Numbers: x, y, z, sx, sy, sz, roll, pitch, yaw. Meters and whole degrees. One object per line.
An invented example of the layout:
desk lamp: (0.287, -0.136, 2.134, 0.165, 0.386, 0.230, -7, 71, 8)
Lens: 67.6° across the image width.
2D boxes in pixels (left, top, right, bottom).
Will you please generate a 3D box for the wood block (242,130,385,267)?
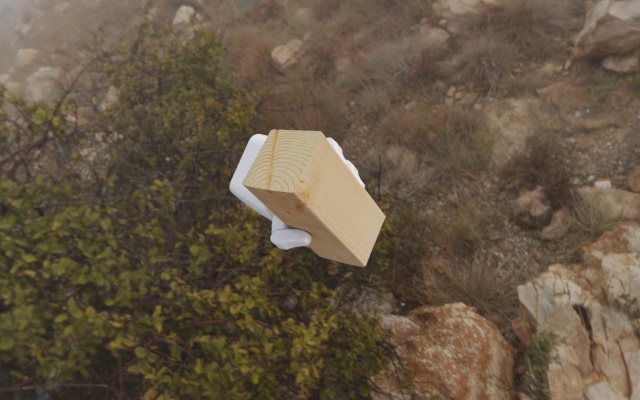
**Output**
wood block: (0.000, 0.002, 0.662, 0.090, 0.090, 0.206, 9, -26, 38)
